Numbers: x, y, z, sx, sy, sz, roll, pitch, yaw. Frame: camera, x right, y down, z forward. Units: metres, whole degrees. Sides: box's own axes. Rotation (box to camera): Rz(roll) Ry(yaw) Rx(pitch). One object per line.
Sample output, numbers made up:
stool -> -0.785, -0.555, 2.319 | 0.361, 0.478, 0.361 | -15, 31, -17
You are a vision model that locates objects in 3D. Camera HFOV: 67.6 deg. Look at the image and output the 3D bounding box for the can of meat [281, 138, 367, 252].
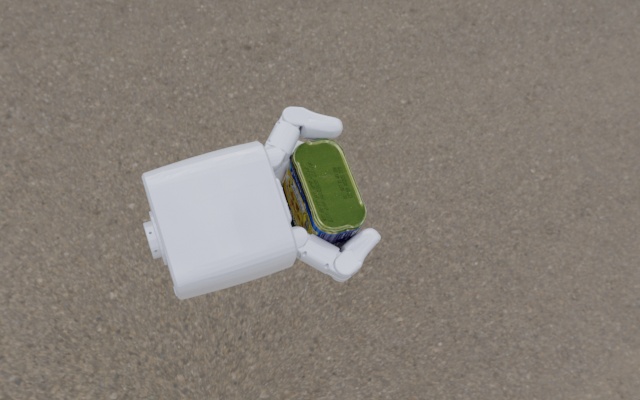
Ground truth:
can of meat -> 0.000, 0.001, 0.473 | 0.057, 0.102, 0.084 | -13, -22, -18
